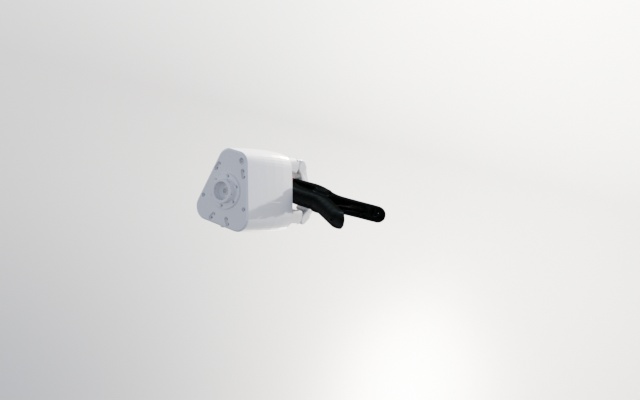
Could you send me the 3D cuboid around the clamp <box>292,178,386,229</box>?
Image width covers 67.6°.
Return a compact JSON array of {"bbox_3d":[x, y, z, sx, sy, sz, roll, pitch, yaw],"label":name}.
[{"bbox_3d":[0.000,0.002,0.709,0.171,0.039,0.120,18,9,27],"label":"clamp"}]
